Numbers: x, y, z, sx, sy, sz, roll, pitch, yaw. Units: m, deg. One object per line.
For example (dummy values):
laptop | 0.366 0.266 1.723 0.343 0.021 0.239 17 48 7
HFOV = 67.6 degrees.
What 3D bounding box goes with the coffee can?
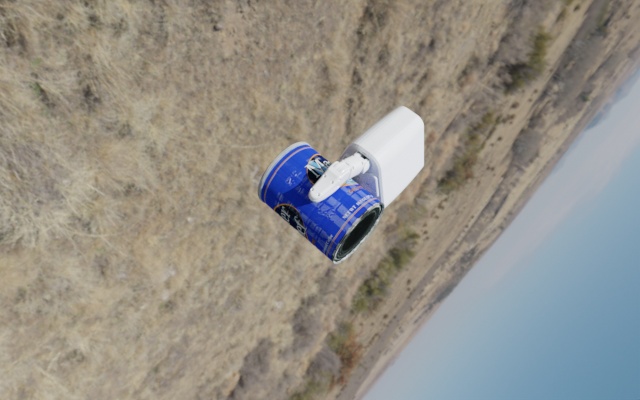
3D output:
coffee can | 0.000 0.002 0.643 0.140 0.103 0.103 40 15 19
